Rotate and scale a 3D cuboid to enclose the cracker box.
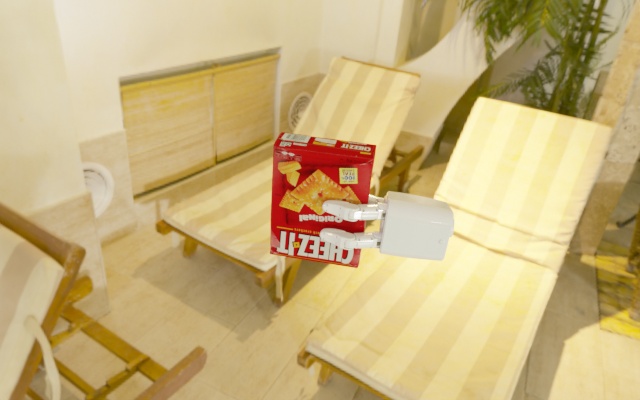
[{"bbox_3d":[0.000,0.002,0.815,0.164,0.214,0.072,9,29,6],"label":"cracker box"}]
